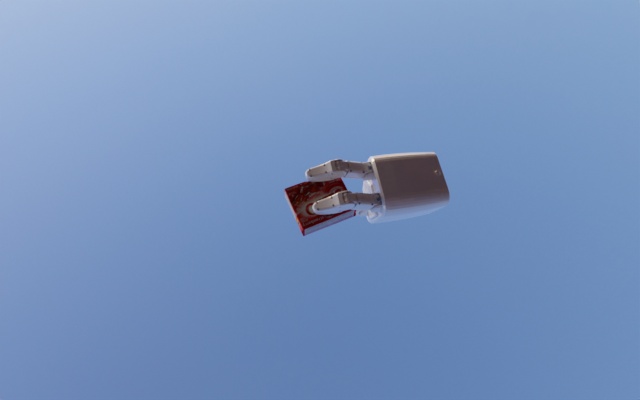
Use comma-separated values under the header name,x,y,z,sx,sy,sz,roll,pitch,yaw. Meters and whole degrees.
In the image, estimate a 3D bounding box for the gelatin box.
name,x,y,z,sx,sy,sz,roll,pitch,yaw
gelatin box,0.000,0.003,0.714,0.089,0.073,0.030,-21,-24,-11
